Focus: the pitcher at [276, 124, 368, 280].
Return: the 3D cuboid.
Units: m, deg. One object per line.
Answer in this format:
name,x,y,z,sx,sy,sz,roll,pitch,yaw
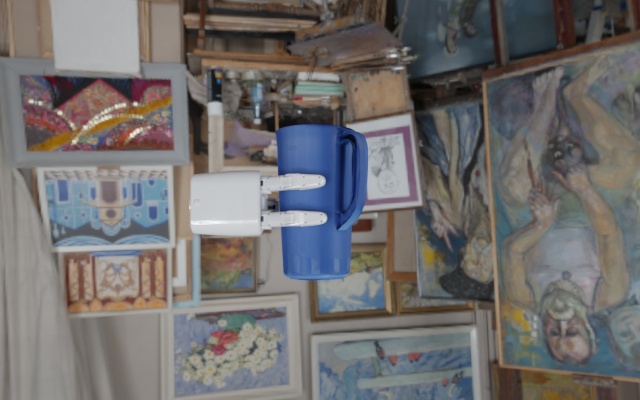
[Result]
pitcher,0.000,0.003,0.767,0.145,0.243,0.149,-1,-4,1
